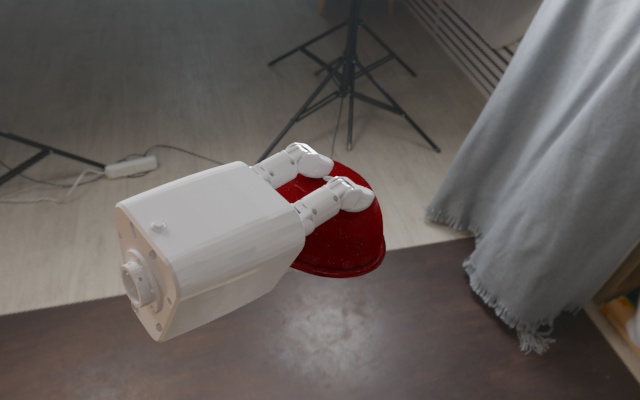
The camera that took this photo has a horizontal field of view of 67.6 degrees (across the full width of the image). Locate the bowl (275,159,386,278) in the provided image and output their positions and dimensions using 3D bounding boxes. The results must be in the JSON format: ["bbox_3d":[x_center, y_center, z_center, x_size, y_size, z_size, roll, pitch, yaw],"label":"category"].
[{"bbox_3d":[0.001,0.001,0.472,0.162,0.055,0.162,17,30,-10],"label":"bowl"}]
